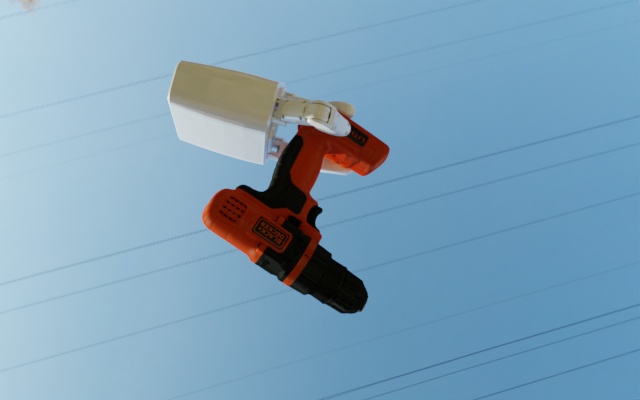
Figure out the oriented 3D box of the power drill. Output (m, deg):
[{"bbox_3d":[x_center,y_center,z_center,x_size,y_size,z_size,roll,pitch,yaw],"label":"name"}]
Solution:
[{"bbox_3d":[0.000,0.001,0.499,0.184,0.187,0.057,35,-28,-5],"label":"power drill"}]
